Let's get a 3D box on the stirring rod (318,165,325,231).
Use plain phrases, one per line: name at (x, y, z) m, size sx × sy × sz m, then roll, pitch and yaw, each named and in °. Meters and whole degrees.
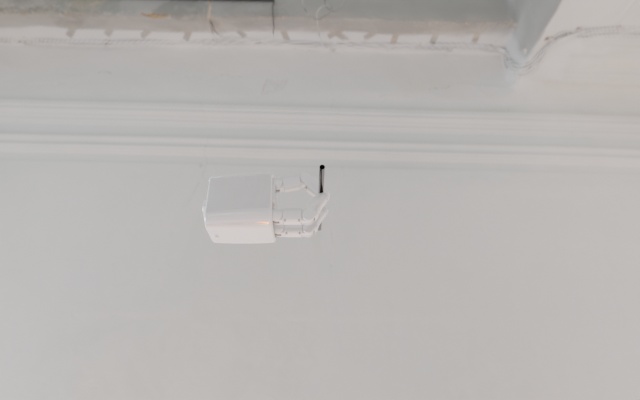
stirring rod at (0.000, 0.003, 0.806) m, size 0.011 × 0.011 × 0.240 m, roll 0°, pitch -25°, yaw -1°
